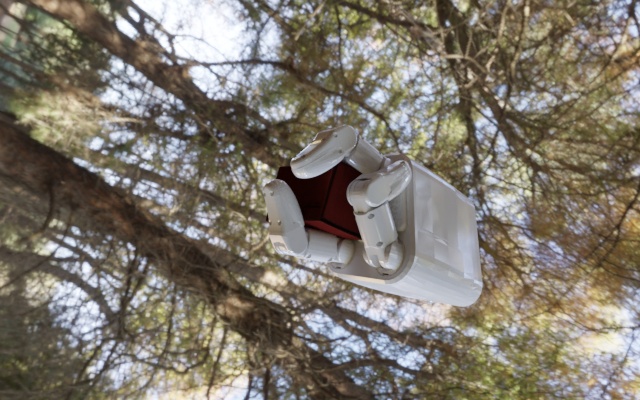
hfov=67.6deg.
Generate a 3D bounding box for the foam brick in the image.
[{"bbox_3d":[0.000,0.001,0.403,0.051,0.053,0.078,24,-16,-36],"label":"foam brick"}]
